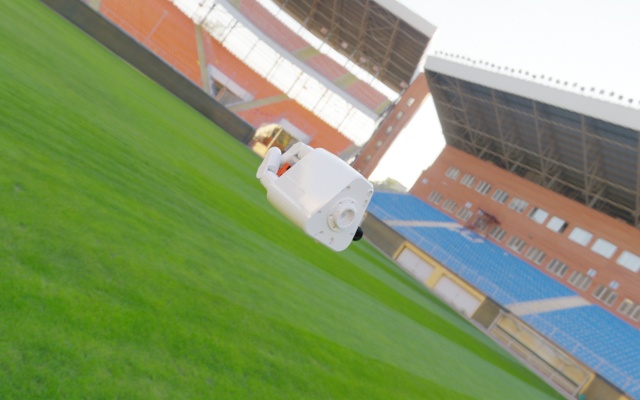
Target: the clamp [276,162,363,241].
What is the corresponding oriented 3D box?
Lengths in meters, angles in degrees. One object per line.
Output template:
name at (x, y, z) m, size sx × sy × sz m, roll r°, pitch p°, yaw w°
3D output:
clamp at (0.000, 0.002, 0.771) m, size 0.171 × 0.039 × 0.120 m, roll 35°, pitch 2°, yaw -41°
